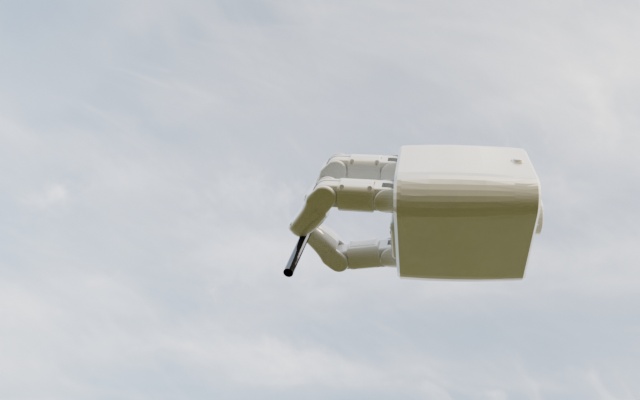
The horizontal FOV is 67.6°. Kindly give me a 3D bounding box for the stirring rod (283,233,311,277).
[{"bbox_3d":[0.000,0.002,0.469,0.011,0.011,0.239,0,27,13],"label":"stirring rod"}]
